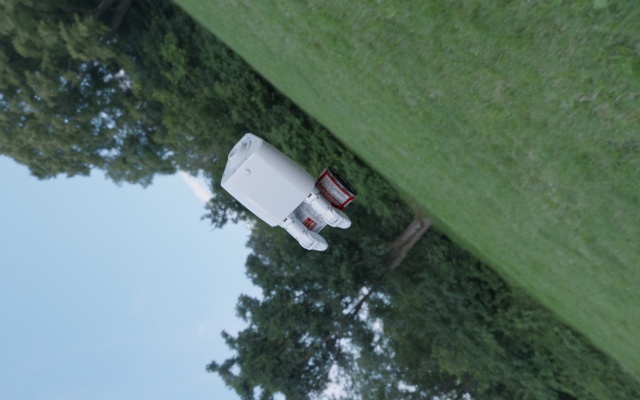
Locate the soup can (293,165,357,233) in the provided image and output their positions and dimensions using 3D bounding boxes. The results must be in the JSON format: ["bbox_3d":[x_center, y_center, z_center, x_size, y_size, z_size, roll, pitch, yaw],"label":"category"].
[{"bbox_3d":[0.000,0.003,0.771,0.102,0.068,0.068,-44,-13,13],"label":"soup can"}]
